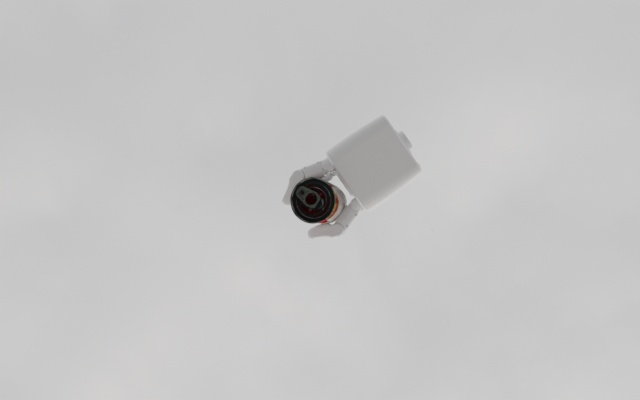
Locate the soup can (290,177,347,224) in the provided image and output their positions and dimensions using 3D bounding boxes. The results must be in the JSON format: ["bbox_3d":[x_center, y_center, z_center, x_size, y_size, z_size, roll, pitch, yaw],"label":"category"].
[{"bbox_3d":[0.000,0.003,0.737,0.068,0.068,0.102,0,-3,13],"label":"soup can"}]
